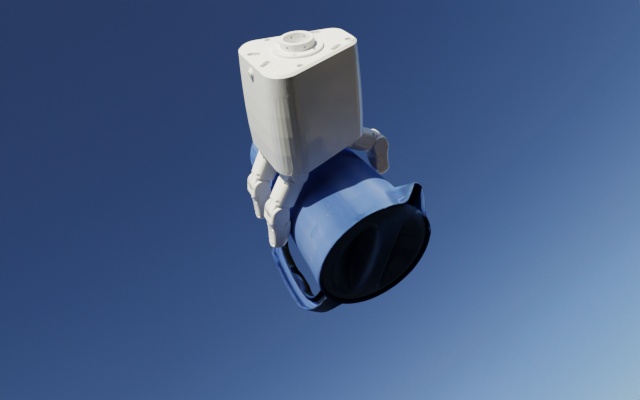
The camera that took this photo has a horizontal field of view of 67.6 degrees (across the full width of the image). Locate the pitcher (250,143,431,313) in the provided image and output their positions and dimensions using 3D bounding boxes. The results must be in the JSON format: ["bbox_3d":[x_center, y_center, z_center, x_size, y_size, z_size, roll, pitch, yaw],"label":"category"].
[{"bbox_3d":[0.000,0.002,0.568,0.149,0.145,0.242,-21,43,-17],"label":"pitcher"}]
